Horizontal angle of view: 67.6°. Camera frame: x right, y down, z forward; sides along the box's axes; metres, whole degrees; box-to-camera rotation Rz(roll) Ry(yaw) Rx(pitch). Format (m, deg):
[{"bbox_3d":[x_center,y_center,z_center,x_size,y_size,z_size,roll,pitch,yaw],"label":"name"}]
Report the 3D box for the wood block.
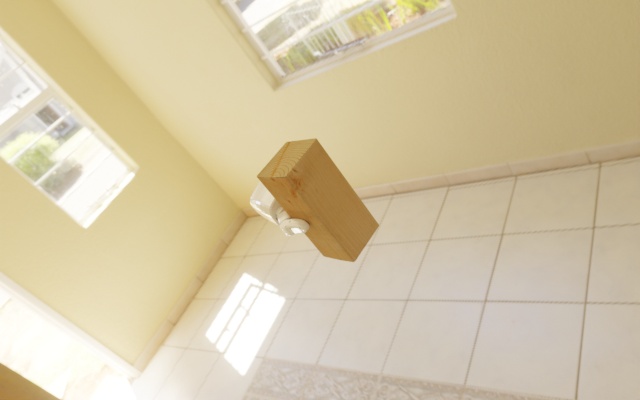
[{"bbox_3d":[0.000,0.003,0.823,0.090,0.090,0.206,3,-41,51],"label":"wood block"}]
